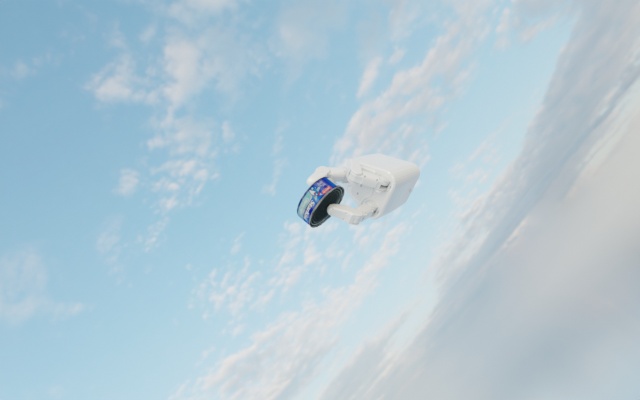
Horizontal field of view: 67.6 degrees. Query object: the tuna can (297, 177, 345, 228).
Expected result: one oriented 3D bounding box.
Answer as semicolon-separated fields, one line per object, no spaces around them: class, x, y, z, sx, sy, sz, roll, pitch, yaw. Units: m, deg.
tuna can;0.000;0.002;0.803;0.033;0.086;0.086;39;16;21
